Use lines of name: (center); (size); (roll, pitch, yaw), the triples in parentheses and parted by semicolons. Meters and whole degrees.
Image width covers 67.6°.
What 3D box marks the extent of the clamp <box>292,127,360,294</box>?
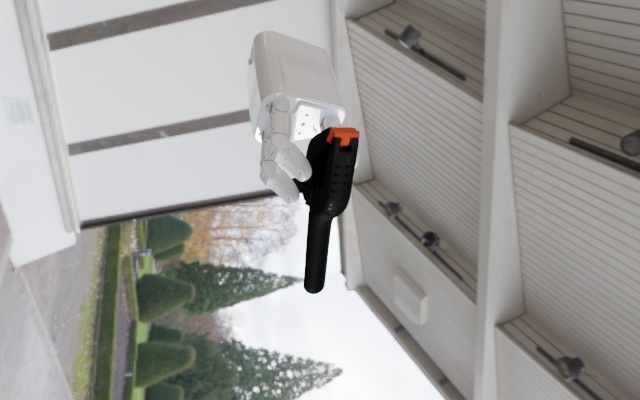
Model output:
clamp: (0.001, 0.001, 0.539); (0.036, 0.164, 0.210); (-3, -28, -20)
